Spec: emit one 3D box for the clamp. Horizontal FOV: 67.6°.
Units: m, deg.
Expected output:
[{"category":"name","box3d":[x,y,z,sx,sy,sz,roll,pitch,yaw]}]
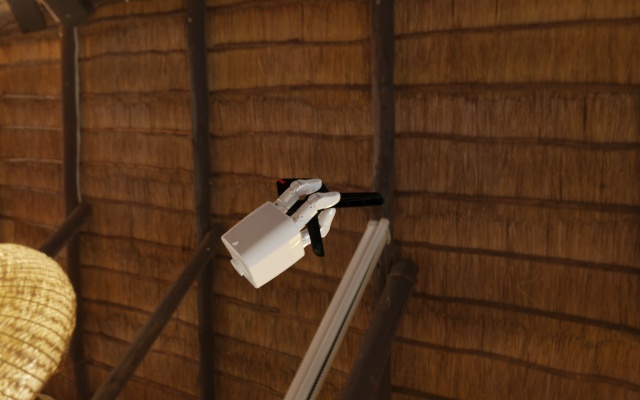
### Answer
[{"category":"clamp","box3d":[0.000,0.003,0.870,0.164,0.036,0.210,-33,44,-21]}]
